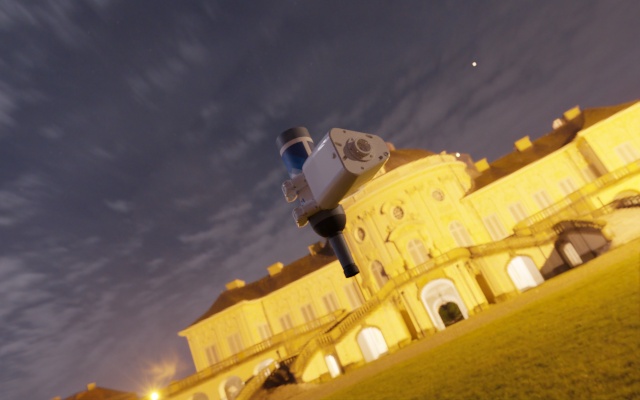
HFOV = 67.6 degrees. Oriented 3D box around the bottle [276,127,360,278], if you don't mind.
[{"bbox_3d":[0.000,0.003,0.873,0.069,0.295,0.069,-21,-21,-8],"label":"bottle"}]
